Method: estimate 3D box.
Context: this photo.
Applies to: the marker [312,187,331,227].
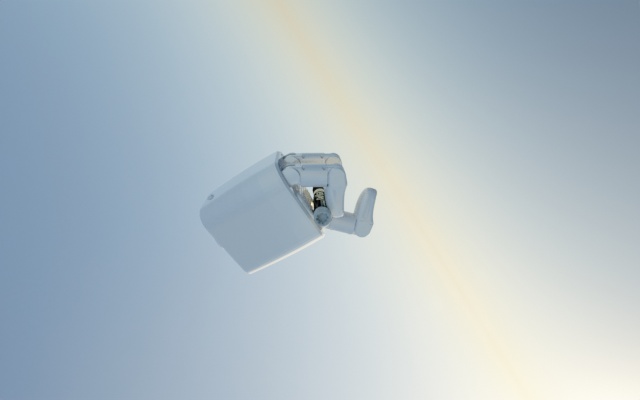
[{"bbox_3d":[0.000,0.002,0.573,0.020,0.020,0.121,0,17,-2],"label":"marker"}]
